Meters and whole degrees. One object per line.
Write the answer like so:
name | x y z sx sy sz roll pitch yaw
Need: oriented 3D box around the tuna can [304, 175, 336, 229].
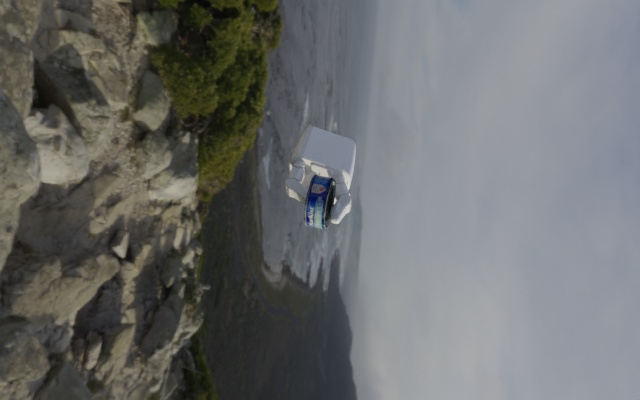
tuna can | 0.001 0.003 0.777 0.034 0.086 0.086 10 2 10
